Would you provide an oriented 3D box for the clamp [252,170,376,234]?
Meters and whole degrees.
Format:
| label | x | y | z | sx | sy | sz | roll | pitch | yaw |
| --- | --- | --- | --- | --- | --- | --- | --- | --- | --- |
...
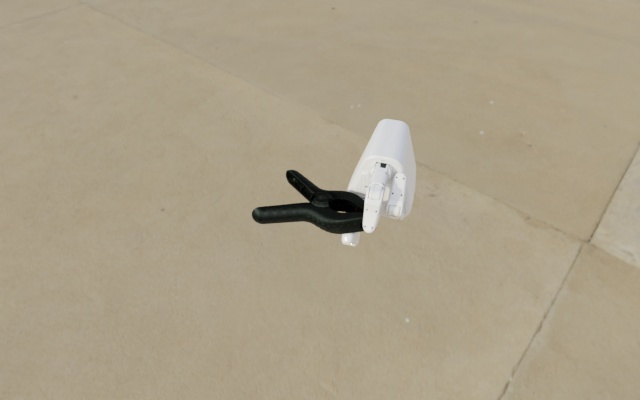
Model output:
| label | x | y | z | sx | sy | sz | roll | pitch | yaw |
| --- | --- | --- | --- | --- | --- | --- | --- | --- | --- |
| clamp | 0.000 | 0.002 | 0.684 | 0.171 | 0.039 | 0.120 | 10 | 45 | 10 |
